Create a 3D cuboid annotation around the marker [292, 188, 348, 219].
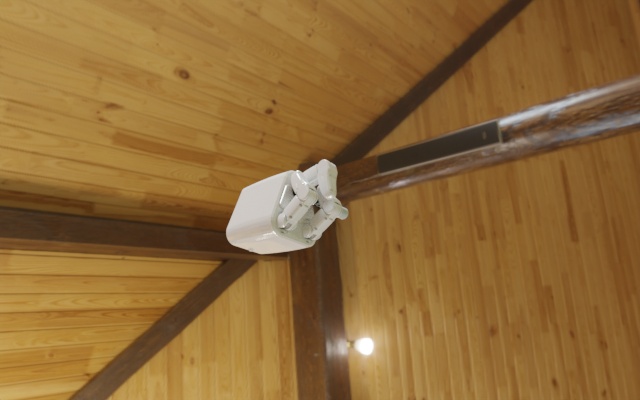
[{"bbox_3d":[0.000,0.002,0.736,0.020,0.020,0.121,0,-19,42],"label":"marker"}]
